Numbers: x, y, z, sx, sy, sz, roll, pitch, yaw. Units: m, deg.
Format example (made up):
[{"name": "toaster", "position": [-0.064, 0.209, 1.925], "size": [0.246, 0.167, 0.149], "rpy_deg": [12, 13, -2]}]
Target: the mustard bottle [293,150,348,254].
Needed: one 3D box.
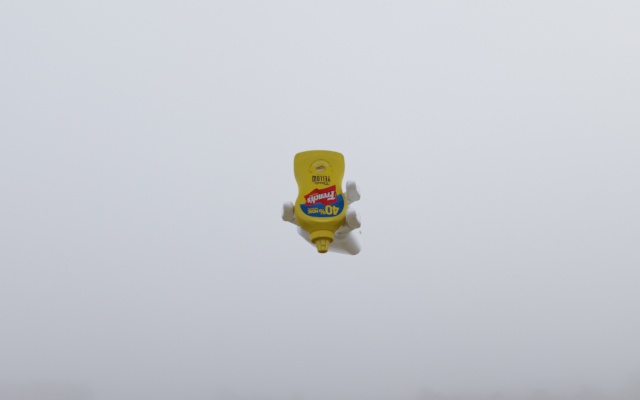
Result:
[{"name": "mustard bottle", "position": [0.000, 0.002, 0.865], "size": [0.096, 0.191, 0.058], "rpy_deg": [1, -24, -6]}]
